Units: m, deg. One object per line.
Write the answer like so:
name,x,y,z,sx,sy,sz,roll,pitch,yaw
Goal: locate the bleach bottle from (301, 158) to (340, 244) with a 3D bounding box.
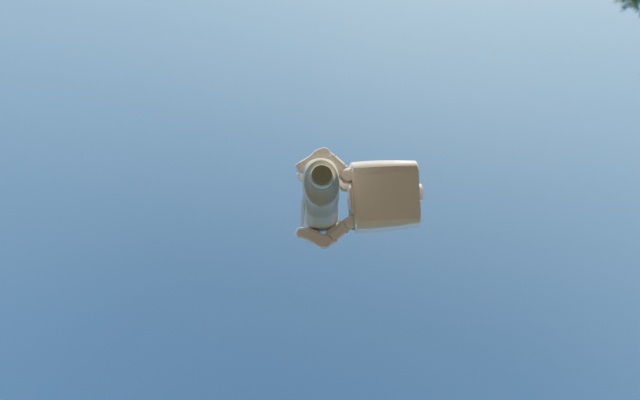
bleach bottle,0.000,0.002,0.750,0.068,0.102,0.251,-3,-13,-2
